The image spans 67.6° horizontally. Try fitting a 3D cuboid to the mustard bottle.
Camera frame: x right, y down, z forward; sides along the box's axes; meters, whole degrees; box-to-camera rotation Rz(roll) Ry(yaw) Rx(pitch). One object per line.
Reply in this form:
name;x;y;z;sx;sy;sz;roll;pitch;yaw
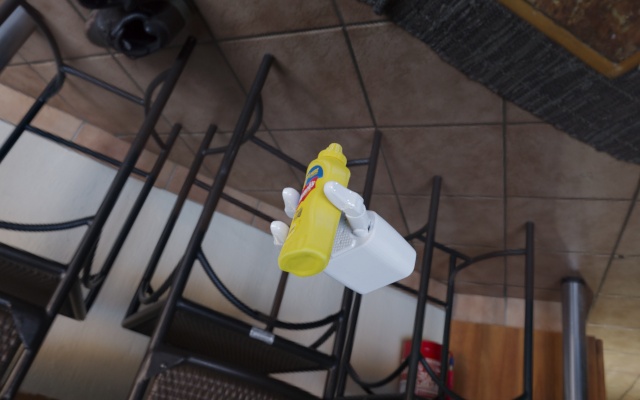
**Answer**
mustard bottle;0.000;0.002;0.643;0.058;0.191;0.096;24;-31;-12
